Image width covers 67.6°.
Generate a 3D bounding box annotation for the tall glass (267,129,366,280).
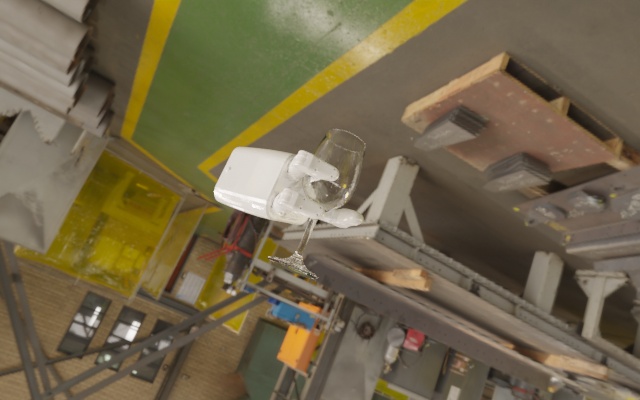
[{"bbox_3d":[0.000,0.003,0.660,0.079,0.201,0.079,21,-15,6],"label":"tall glass"}]
